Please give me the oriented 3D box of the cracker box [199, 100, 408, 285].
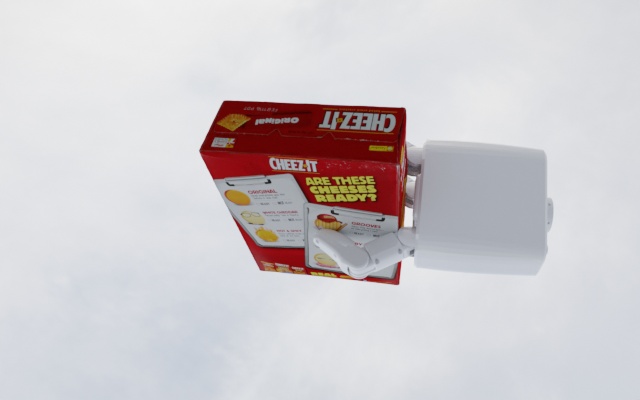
[{"bbox_3d":[0.000,0.002,0.469,0.164,0.072,0.214,5,-34,12],"label":"cracker box"}]
